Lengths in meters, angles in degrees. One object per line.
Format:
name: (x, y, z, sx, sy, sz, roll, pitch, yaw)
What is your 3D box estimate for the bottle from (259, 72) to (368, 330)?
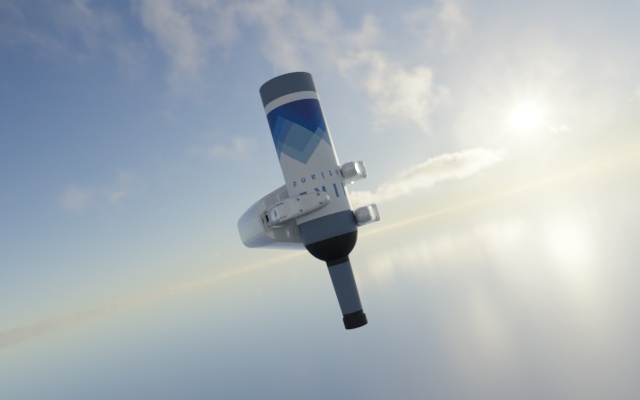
bottle: (0.000, 0.002, 0.554, 0.069, 0.295, 0.069, -16, -5, -2)
